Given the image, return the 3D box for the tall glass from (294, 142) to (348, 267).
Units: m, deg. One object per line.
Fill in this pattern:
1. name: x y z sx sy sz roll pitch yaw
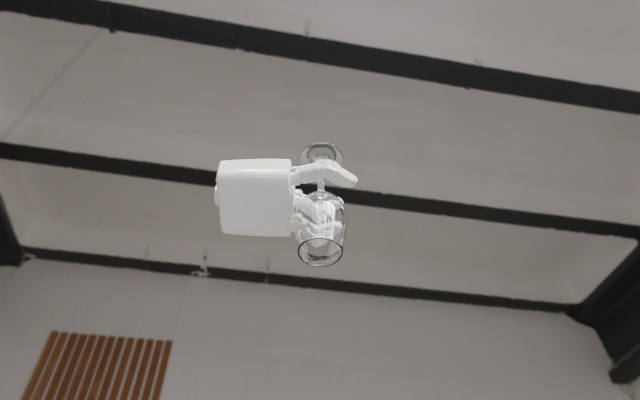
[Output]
1. tall glass: 0.000 0.002 0.719 0.079 0.079 0.200 0 44 0
